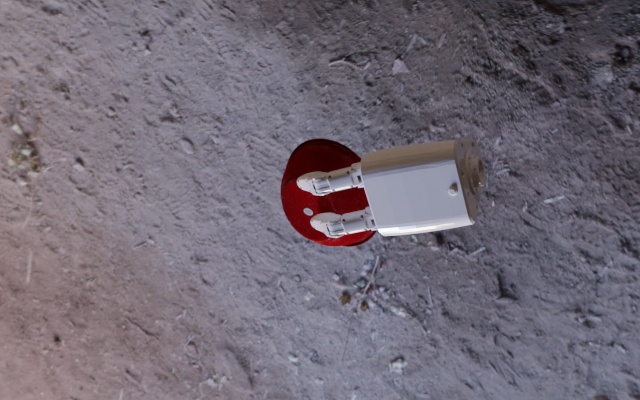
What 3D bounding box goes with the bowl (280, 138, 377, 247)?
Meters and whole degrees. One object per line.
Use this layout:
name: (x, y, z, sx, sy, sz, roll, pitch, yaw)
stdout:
bowl: (-0.001, 0.003, 0.637, 0.162, 0.162, 0.055, 0, 25, 41)
